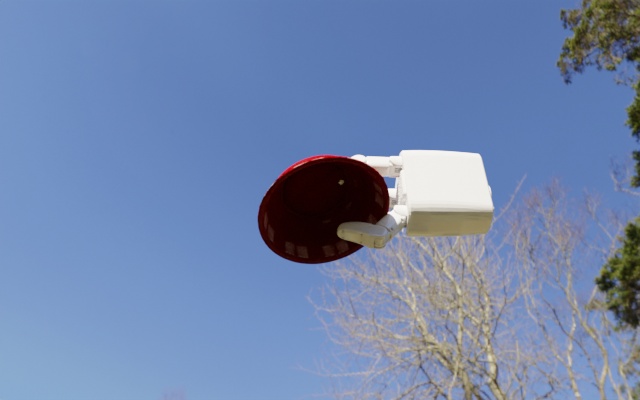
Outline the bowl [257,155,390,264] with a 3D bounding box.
[{"bbox_3d":[-0.001,0.002,0.586,0.162,0.162,0.055,0,37,-17],"label":"bowl"}]
